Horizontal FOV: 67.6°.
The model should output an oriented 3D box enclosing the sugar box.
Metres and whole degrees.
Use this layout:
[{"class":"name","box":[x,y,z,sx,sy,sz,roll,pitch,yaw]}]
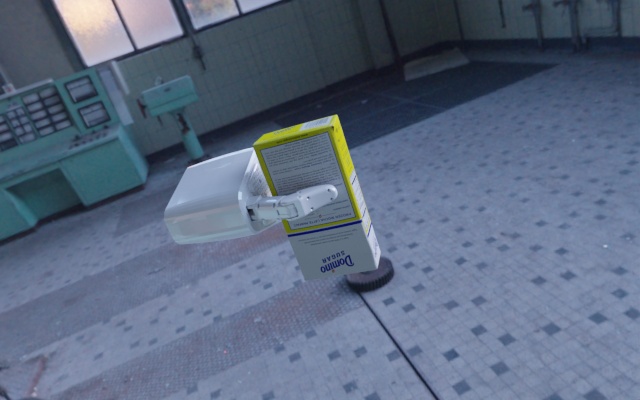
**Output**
[{"class":"sugar box","box":[0.000,0.001,0.540,0.093,0.176,0.048,-12,24,18]}]
